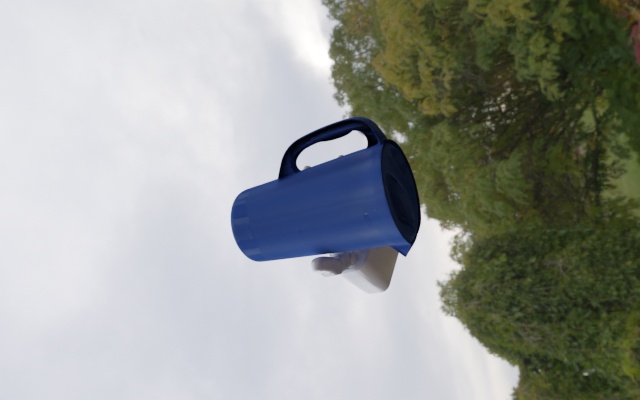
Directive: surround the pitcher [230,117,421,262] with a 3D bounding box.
[{"bbox_3d":[0.000,0.002,0.640,0.243,0.149,0.145,-13,-34,26],"label":"pitcher"}]
